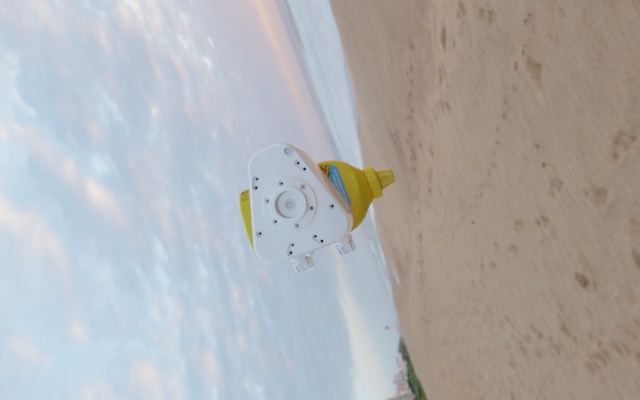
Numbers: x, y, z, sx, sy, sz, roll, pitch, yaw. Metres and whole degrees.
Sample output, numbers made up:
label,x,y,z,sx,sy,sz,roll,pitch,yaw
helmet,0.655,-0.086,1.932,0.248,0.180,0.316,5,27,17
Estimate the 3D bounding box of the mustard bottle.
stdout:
label,x,y,z,sx,sy,sz,roll,pitch,yaw
mustard bottle,0.000,0.002,0.595,0.191,0.096,0.058,-21,-25,3
